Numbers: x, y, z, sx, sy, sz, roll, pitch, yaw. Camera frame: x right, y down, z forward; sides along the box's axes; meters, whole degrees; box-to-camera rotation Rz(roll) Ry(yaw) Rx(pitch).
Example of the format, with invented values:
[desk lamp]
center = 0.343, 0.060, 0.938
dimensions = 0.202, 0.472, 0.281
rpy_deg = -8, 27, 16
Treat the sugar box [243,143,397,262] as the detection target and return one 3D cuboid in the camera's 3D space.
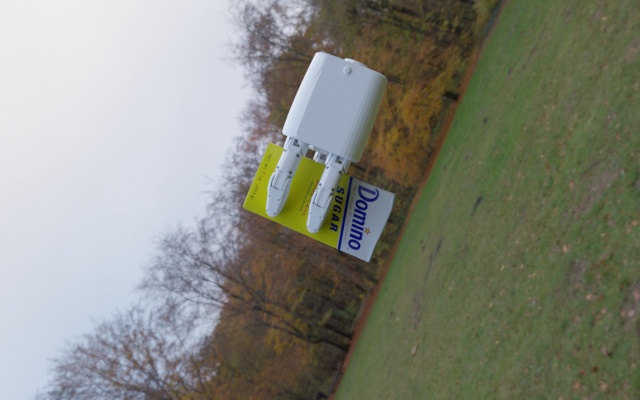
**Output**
[sugar box]
center = 0.000, 0.002, 0.613
dimensions = 0.176, 0.093, 0.048
rpy_deg = 22, 2, 8
